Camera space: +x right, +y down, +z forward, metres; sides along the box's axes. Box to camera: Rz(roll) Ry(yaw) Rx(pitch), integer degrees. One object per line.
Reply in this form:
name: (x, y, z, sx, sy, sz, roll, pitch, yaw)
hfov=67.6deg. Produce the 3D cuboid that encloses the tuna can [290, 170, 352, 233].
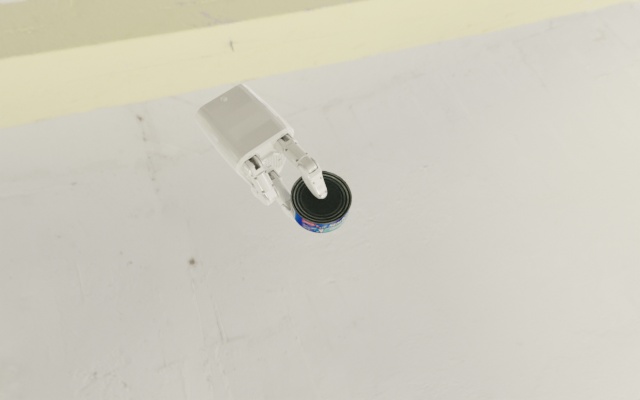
tuna can: (0.000, 0.003, 0.674, 0.086, 0.086, 0.034, 0, -30, -5)
